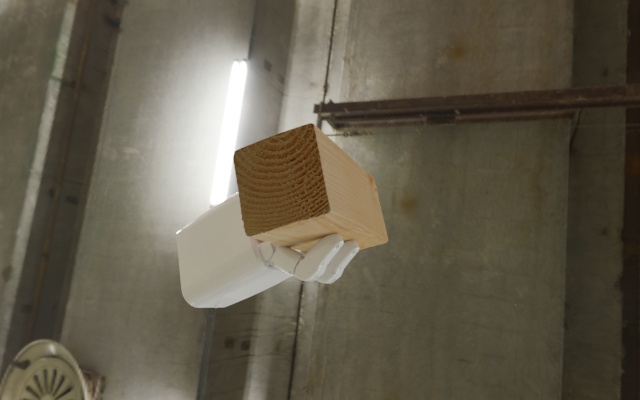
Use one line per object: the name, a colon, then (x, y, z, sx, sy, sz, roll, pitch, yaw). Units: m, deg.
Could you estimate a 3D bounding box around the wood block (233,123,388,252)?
wood block: (0.000, 0.002, 0.533, 0.090, 0.090, 0.206, -17, -17, 18)
